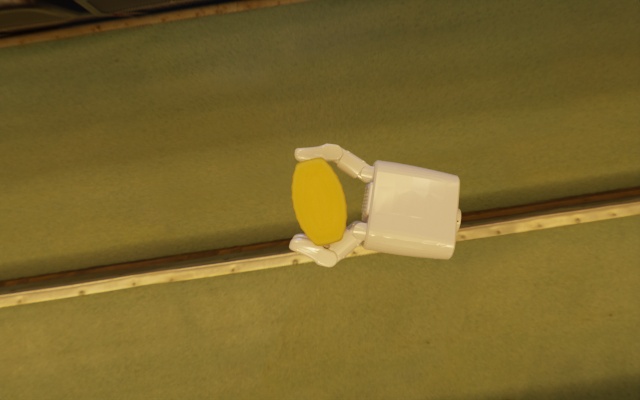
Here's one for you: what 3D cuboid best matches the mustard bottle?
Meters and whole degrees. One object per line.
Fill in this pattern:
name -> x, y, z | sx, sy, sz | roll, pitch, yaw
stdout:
mustard bottle -> 0.000, 0.002, 0.607 | 0.058, 0.096, 0.191 | -15, -1, 1
